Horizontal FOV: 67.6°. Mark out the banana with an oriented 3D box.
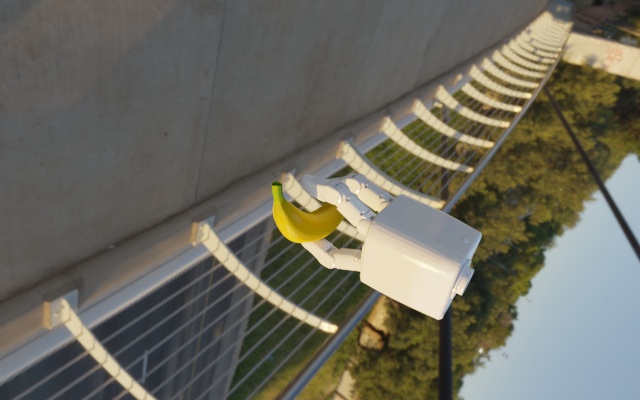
[{"bbox_3d":[-0.007,0.020,0.605,0.037,0.069,0.198,20,6,24],"label":"banana"}]
